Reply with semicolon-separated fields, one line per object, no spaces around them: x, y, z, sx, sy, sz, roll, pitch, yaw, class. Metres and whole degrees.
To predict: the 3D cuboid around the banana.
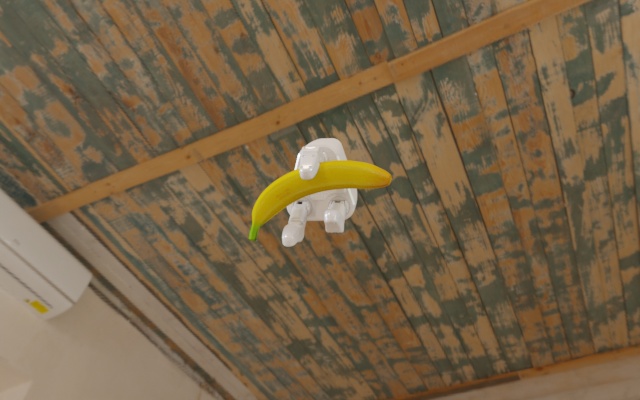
-0.010;-0.014;0.616;0.198;0.069;0.037;-24;-13;9;banana
